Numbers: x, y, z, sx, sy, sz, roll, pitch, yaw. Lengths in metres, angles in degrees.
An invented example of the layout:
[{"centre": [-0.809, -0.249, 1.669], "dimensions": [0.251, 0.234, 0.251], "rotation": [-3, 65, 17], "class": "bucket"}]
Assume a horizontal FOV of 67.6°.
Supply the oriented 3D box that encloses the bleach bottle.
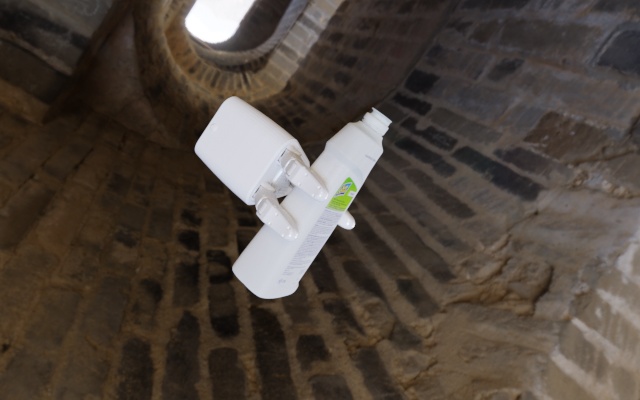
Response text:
[{"centre": [0.000, 0.002, 0.574], "dimensions": [0.068, 0.251, 0.102], "rotation": [40, 11, 19], "class": "bleach bottle"}]
